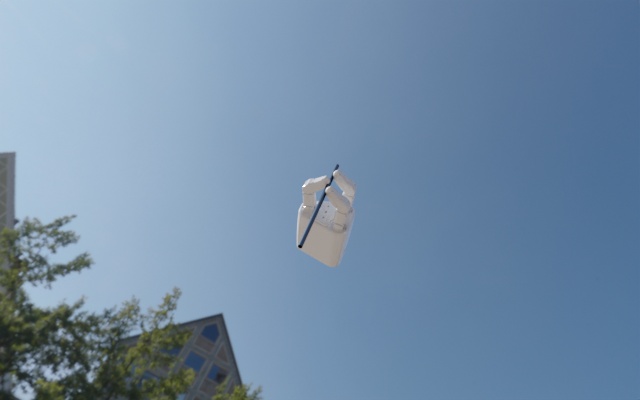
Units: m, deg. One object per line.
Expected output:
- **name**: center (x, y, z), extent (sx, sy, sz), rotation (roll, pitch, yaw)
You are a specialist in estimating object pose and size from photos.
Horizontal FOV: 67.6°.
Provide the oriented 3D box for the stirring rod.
- **stirring rod**: center (0.000, 0.003, 0.878), extent (0.011, 0.011, 0.239), rotation (0, 38, 21)
